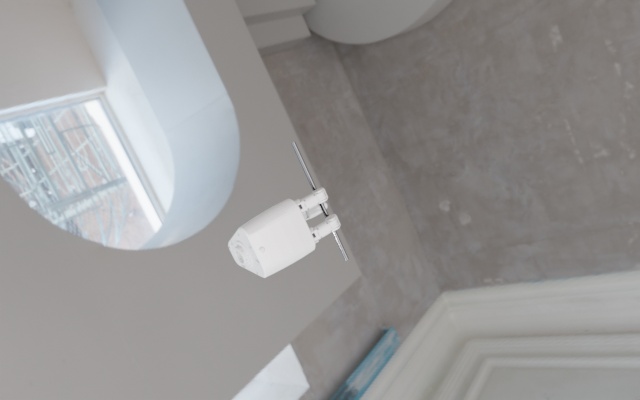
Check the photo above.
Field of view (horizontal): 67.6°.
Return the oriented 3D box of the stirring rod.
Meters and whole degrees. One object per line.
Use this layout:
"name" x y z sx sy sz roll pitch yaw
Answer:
"stirring rod" 0.000 0.003 0.885 0.011 0.239 0.011 -24 8 4
